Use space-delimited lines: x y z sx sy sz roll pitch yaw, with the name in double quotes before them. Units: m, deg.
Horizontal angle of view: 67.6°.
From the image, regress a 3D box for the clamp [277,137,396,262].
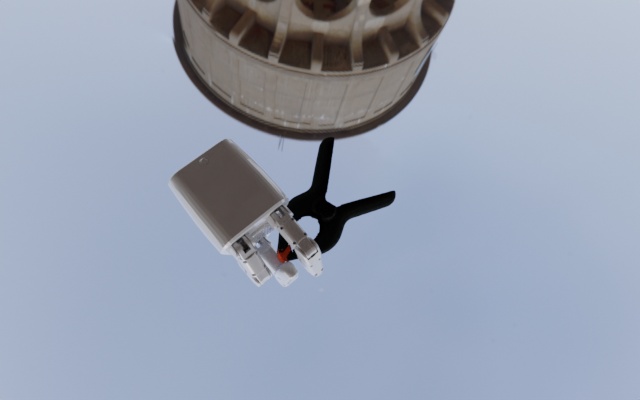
"clamp" 0.000 0.002 0.602 0.171 0.120 0.039 -39 -10 -19
